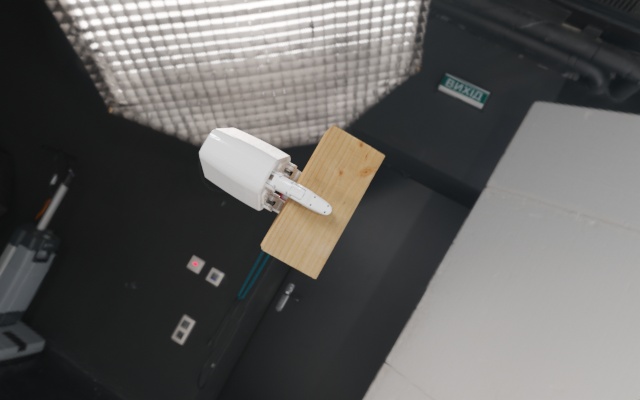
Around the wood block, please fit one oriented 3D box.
[{"bbox_3d":[0.000,0.002,0.721,0.090,0.206,0.091,30,-4,-7],"label":"wood block"}]
